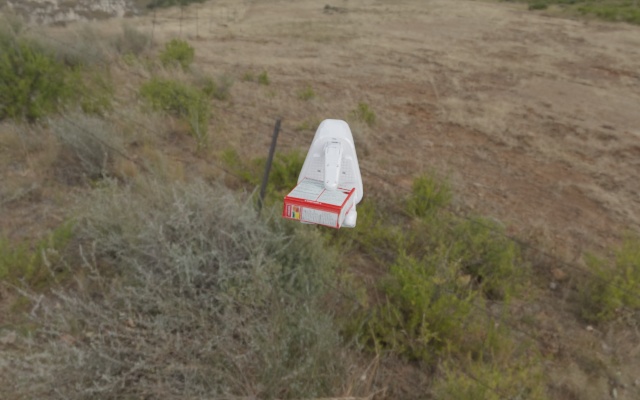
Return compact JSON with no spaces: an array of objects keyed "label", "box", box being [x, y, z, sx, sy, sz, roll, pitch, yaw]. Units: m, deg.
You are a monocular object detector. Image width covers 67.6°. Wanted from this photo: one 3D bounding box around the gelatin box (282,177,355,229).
[{"label":"gelatin box","box":[0.000,0.002,0.613,0.073,0.030,0.089,11,22,12]}]
